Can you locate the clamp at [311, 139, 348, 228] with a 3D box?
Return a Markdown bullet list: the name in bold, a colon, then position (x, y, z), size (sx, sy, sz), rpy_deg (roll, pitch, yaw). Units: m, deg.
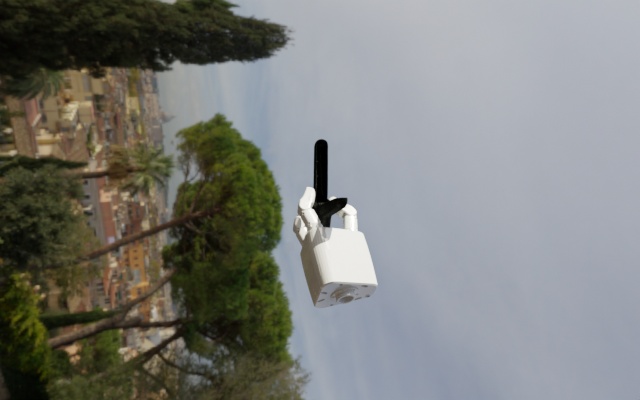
- **clamp**: position (0.001, 0.003, 0.889), size (0.036, 0.164, 0.210), rpy_deg (-1, -38, -15)
